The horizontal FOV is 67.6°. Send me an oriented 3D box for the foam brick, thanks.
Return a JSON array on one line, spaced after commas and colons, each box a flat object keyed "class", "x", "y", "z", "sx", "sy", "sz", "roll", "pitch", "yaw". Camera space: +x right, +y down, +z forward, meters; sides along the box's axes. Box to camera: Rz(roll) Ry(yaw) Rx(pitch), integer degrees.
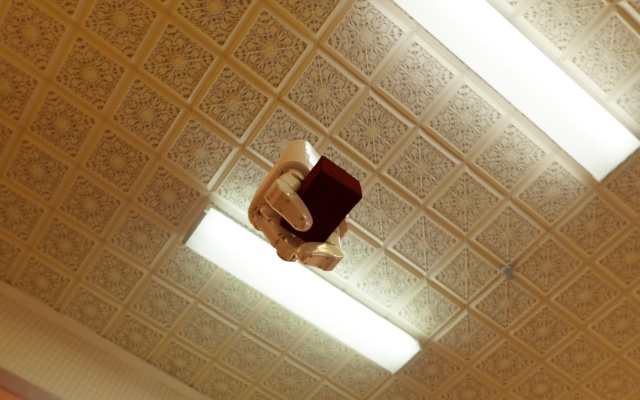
[{"class": "foam brick", "x": 0.000, "y": 0.002, "z": 0.505, "sx": 0.053, "sy": 0.078, "sz": 0.051, "roll": 35, "pitch": 21, "yaw": -11}]
